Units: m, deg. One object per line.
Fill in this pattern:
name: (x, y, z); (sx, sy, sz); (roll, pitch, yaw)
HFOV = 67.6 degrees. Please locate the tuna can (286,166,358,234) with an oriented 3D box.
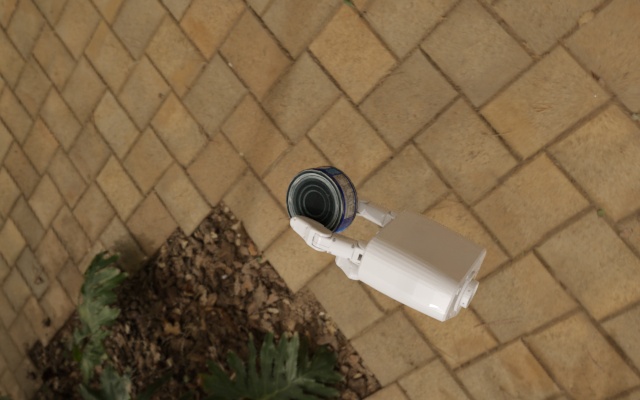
tuna can: (0.000, 0.002, 0.577); (0.086, 0.086, 0.034); (0, 9, 35)
